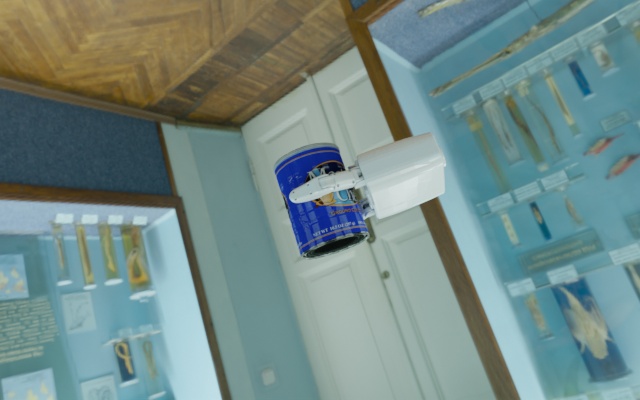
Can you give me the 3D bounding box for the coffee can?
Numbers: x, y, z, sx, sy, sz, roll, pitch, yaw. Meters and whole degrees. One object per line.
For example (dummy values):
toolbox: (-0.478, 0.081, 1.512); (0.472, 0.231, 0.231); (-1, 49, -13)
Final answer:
coffee can: (0.000, 0.002, 0.689); (0.103, 0.140, 0.103); (-17, -16, -5)
